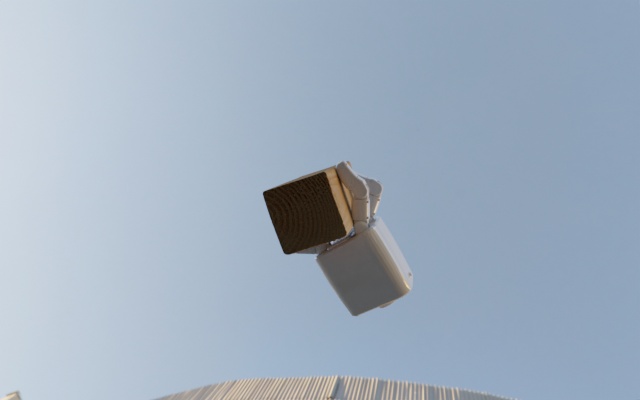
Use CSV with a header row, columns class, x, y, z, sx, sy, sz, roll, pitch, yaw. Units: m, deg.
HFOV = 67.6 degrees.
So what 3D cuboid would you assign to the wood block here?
class,x,y,z,sx,sy,sz,roll,pitch,yaw
wood block,0.000,0.003,0.704,0.091,0.090,0.206,-18,4,14
